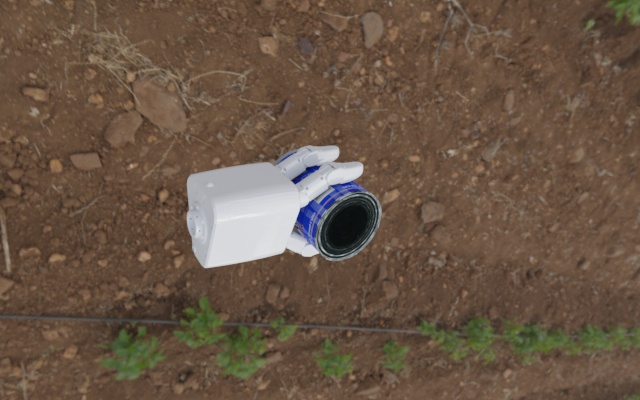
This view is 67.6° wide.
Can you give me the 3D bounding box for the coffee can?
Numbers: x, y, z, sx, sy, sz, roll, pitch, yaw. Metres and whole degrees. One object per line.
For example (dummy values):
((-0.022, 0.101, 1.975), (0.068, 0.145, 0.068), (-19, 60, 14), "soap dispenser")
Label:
((0.000, 0.002, 0.655), (0.103, 0.103, 0.140), (0, 27, -37), "coffee can")
